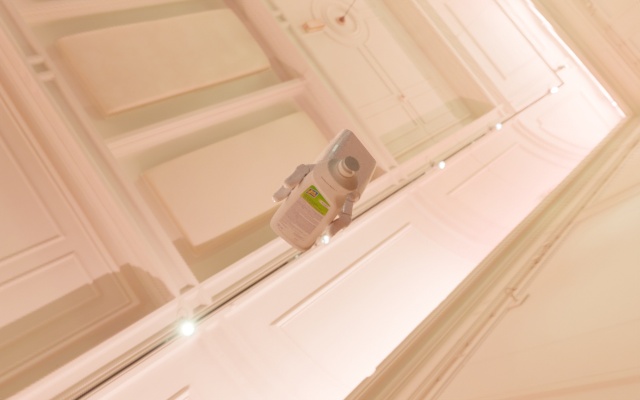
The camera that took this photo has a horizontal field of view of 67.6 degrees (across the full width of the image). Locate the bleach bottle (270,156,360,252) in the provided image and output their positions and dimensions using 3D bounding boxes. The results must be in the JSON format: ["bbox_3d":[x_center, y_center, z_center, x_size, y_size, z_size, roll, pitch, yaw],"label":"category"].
[{"bbox_3d":[0.000,0.003,0.859,0.102,0.068,0.251,38,-39,-6],"label":"bleach bottle"}]
